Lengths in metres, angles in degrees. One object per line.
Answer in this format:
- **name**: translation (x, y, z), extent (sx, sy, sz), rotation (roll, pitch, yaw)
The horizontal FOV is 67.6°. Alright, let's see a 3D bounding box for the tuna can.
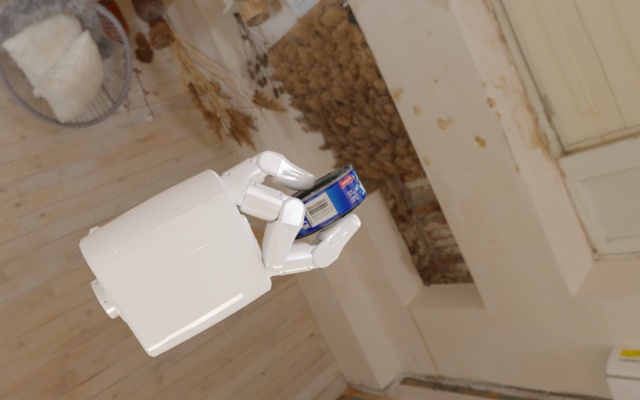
- **tuna can**: translation (0.000, 0.002, 0.451), extent (0.086, 0.034, 0.086), rotation (-30, 8, 4)
